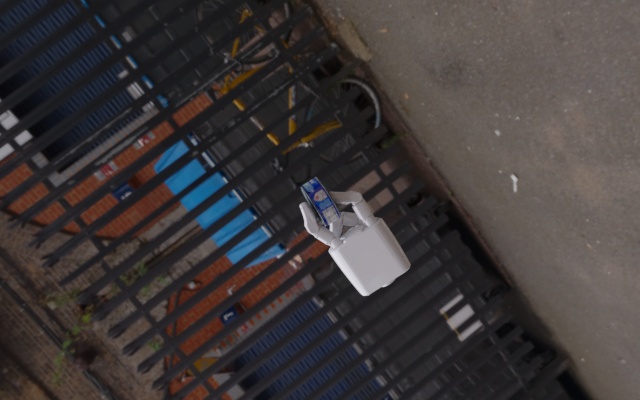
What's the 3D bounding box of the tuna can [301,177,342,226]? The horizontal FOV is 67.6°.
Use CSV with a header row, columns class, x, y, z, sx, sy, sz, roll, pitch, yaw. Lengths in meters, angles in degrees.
class,x,y,z,sx,sy,sz,roll,pitch,yaw
tuna can,0.000,0.003,0.846,0.034,0.086,0.086,-32,3,-5
